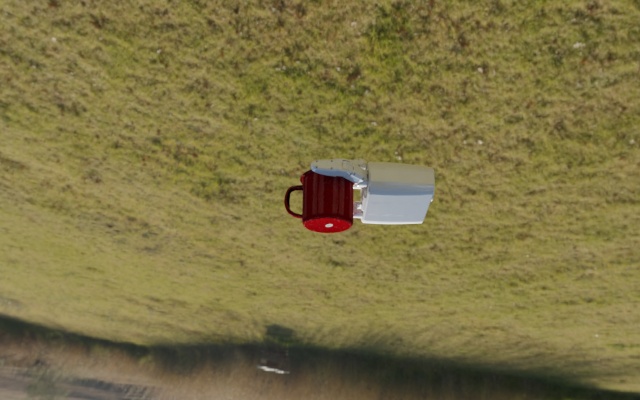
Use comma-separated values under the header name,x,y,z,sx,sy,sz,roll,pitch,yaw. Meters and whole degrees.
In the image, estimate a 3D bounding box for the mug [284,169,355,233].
name,x,y,z,sx,sy,sz,roll,pitch,yaw
mug,-0.001,0.003,0.768,0.117,0.081,0.093,2,-22,-1
